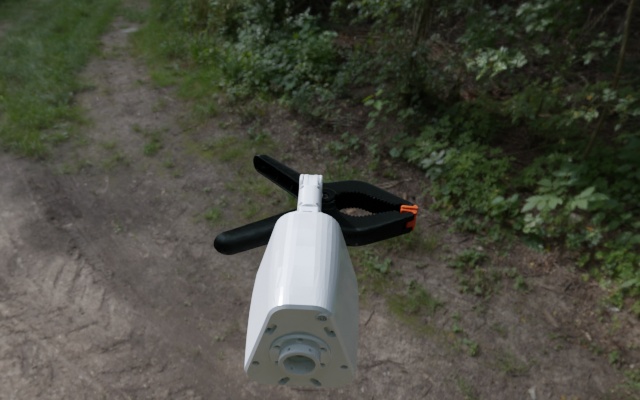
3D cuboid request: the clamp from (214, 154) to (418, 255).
[{"bbox_3d":[0.001,0.001,0.535,0.210,0.036,0.164,2,40,1],"label":"clamp"}]
